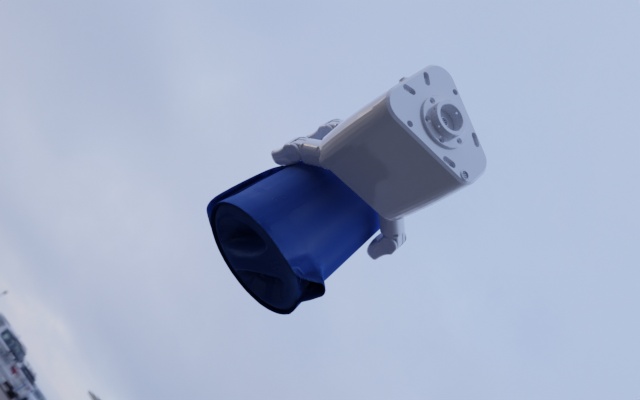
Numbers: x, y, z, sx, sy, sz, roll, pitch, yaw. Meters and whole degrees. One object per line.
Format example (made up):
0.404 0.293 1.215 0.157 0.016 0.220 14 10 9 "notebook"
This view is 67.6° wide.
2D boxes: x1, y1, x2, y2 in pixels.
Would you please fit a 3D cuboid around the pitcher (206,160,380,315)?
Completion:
0.000 0.002 0.549 0.242 0.149 0.145 -35 0 -34 "pitcher"
